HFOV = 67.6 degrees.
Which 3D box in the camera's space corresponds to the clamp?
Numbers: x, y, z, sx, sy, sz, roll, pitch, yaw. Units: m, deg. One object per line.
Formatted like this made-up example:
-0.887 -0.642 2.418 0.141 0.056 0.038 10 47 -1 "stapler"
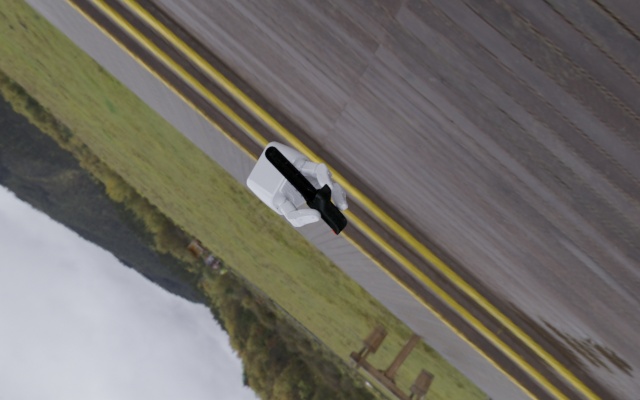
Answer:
0.000 0.003 0.821 0.164 0.036 0.210 37 -10 48 "clamp"
